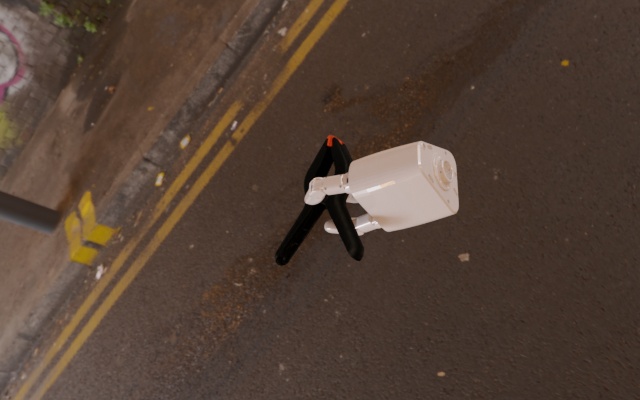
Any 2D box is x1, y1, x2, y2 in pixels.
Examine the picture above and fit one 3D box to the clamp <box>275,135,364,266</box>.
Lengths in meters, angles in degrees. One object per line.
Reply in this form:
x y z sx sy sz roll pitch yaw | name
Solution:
0.000 0.002 0.720 0.164 0.210 0.036 -17 -33 38 | clamp
